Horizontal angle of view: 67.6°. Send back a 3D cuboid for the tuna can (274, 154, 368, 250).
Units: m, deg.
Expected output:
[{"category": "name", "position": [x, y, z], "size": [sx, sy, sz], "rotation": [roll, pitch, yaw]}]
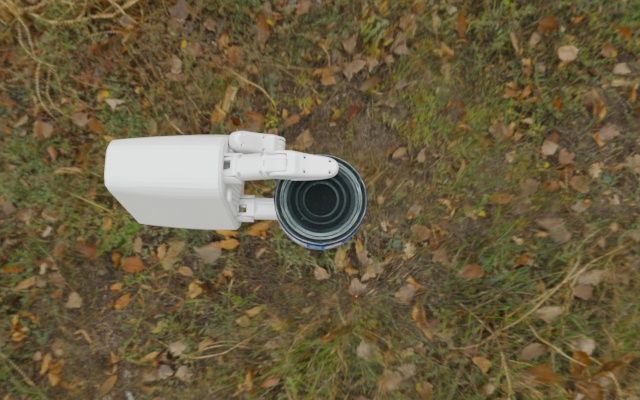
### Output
[{"category": "tuna can", "position": [0.000, 0.001, 0.440], "size": [0.086, 0.086, 0.034], "rotation": [0, -11, -1]}]
